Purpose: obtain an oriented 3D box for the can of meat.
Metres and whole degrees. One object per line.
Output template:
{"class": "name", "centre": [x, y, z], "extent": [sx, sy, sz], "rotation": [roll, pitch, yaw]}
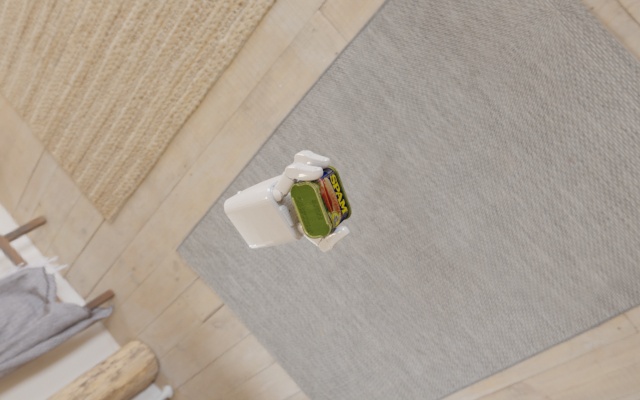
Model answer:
{"class": "can of meat", "centre": [0.000, 0.003, 0.787], "extent": [0.057, 0.102, 0.084], "rotation": [-14, 13, 30]}
